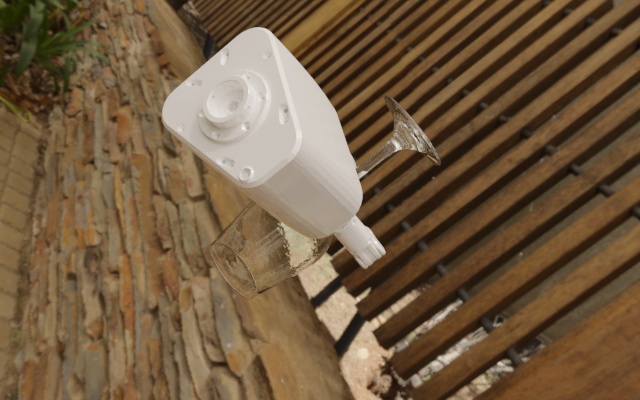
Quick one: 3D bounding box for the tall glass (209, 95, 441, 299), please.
[{"bbox_3d":[0.001,0.001,0.413,0.201,0.079,0.079,-38,-5,6],"label":"tall glass"}]
